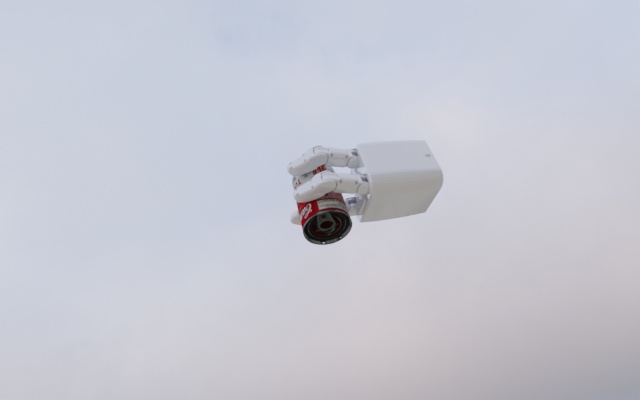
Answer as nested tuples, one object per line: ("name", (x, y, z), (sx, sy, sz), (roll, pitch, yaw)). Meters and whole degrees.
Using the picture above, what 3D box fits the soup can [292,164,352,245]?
("soup can", (0.000, 0.002, 0.673), (0.068, 0.102, 0.069), (-8, -44, -8))
